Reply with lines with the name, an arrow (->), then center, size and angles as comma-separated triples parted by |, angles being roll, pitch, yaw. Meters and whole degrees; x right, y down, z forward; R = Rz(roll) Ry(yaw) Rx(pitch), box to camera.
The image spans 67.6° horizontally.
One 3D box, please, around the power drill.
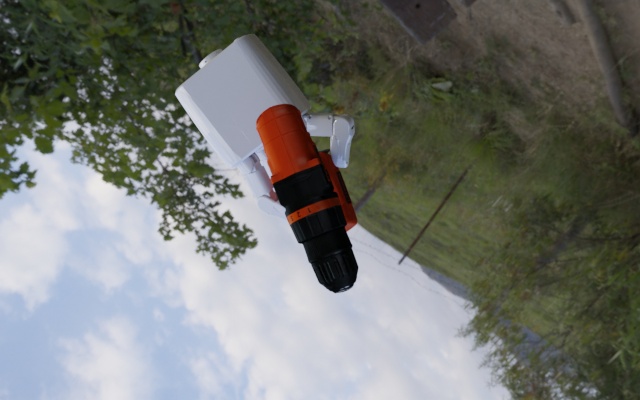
power drill -> 0.000, 0.001, 0.512 | 0.057, 0.184, 0.187 | -20, -7, 5
